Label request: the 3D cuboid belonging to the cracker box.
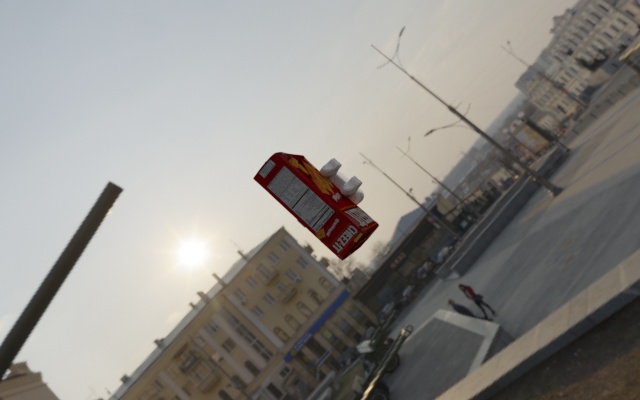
[{"bbox_3d":[0.000,0.003,0.879,0.213,0.072,0.164,42,12,10],"label":"cracker box"}]
